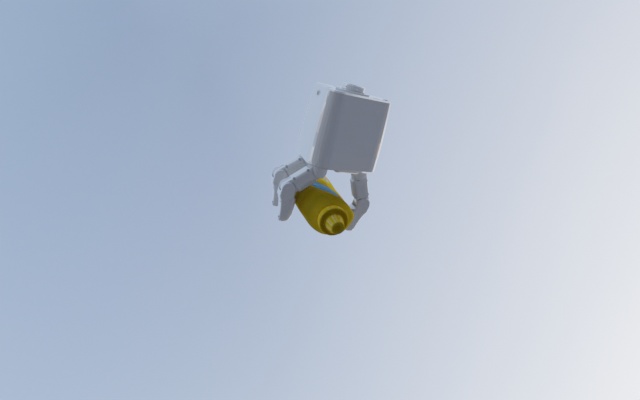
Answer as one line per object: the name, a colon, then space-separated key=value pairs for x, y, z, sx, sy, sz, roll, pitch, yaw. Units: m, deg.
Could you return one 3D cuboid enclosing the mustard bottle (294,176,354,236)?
mustard bottle: x=0.000 y=0.003 z=0.708 sx=0.096 sy=0.058 sz=0.191 roll=34 pitch=9 yaw=-24
